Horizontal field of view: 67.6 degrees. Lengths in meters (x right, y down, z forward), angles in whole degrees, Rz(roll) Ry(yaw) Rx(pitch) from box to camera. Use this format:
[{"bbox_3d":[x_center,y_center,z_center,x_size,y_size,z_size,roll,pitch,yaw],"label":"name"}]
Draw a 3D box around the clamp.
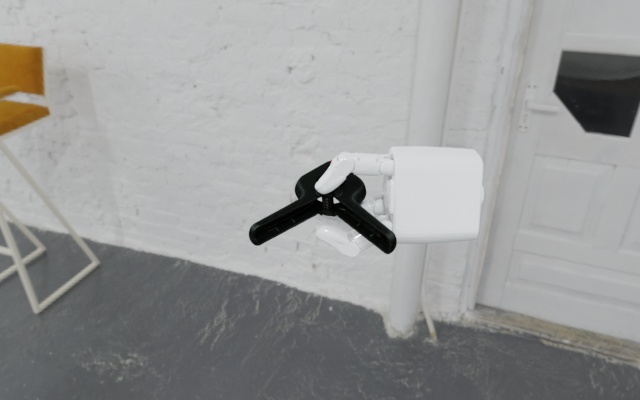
[{"bbox_3d":[0.000,0.001,0.605,0.164,0.036,0.210,1,28,-2],"label":"clamp"}]
